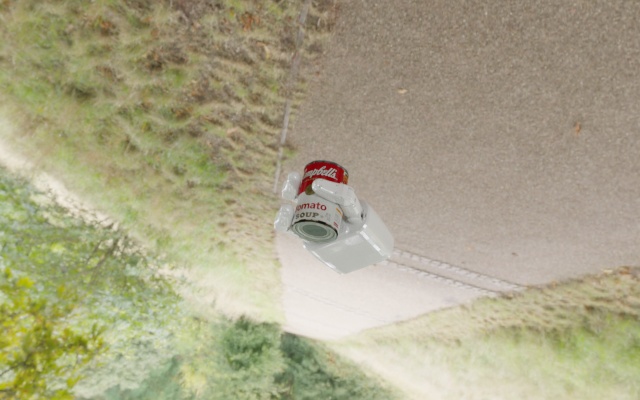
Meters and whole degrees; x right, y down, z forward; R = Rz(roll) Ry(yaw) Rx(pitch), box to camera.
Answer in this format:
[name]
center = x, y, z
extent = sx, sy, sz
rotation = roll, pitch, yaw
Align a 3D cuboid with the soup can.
[soup can]
center = 0.000, 0.002, 0.688
extent = 0.068, 0.102, 0.068
rotation = 9, -29, 5
